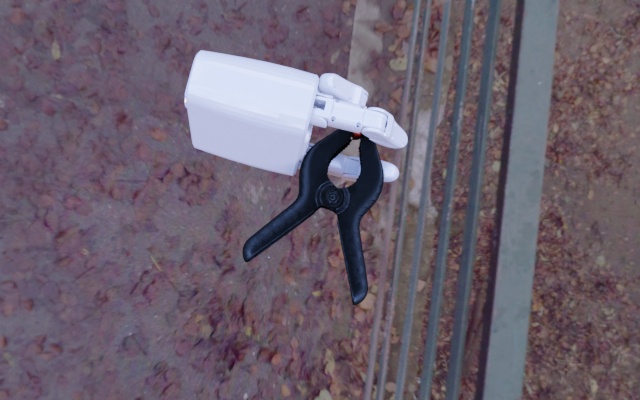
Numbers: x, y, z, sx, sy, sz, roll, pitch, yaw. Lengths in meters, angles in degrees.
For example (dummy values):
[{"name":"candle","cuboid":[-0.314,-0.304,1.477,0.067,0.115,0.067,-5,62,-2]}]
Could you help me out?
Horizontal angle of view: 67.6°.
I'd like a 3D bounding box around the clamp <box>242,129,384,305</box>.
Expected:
[{"name":"clamp","cuboid":[0.000,0.001,0.444,0.120,0.171,0.039,13,-8,-4]}]
